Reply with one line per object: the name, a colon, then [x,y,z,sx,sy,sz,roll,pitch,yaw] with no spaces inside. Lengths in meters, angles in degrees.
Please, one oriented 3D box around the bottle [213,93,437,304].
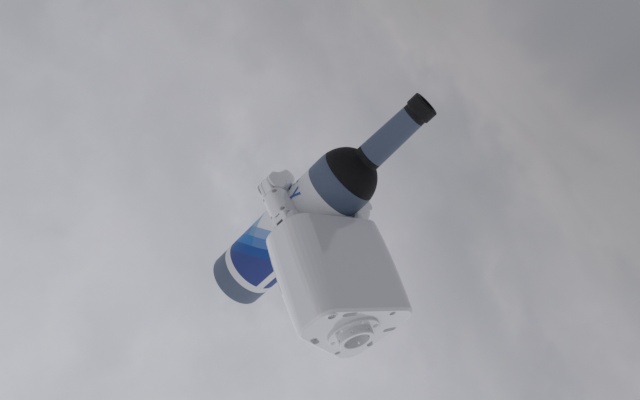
bottle: [0.000,0.002,0.501,0.296,0.069,0.069,-43,-21,24]
